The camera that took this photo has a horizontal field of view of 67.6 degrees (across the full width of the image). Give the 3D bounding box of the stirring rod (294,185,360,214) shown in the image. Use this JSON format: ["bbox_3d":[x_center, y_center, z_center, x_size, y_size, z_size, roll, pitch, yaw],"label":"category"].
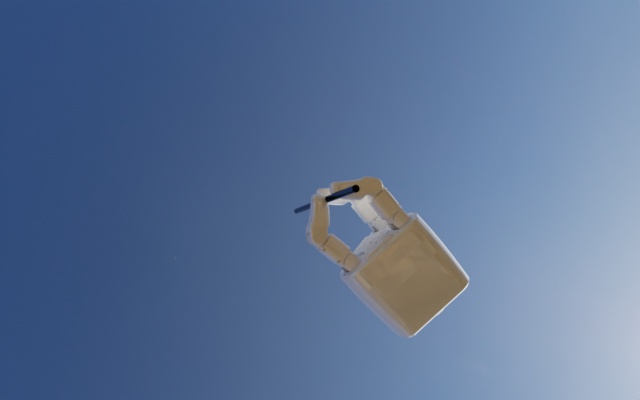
[{"bbox_3d":[0.000,0.002,0.584,0.011,0.011,0.239,0,-7,-17],"label":"stirring rod"}]
